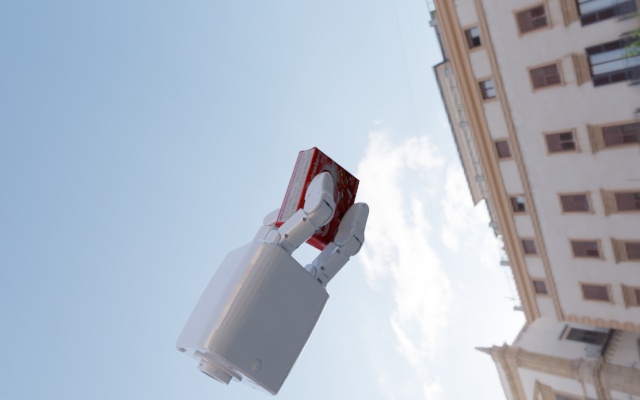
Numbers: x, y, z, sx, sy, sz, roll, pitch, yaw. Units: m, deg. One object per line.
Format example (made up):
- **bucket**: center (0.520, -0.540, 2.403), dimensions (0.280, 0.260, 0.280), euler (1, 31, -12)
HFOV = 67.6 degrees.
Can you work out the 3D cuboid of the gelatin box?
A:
- **gelatin box**: center (0.000, 0.001, 0.492), dimensions (0.030, 0.089, 0.073), euler (-8, -32, 45)
